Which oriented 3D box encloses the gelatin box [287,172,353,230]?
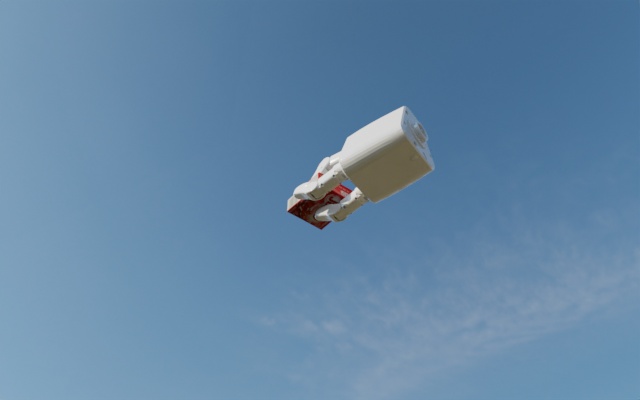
[{"bbox_3d":[0.000,0.002,0.776,0.073,0.030,0.089,29,-49,-26],"label":"gelatin box"}]
